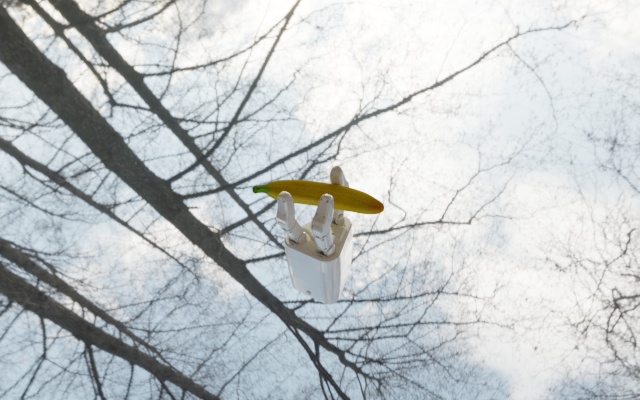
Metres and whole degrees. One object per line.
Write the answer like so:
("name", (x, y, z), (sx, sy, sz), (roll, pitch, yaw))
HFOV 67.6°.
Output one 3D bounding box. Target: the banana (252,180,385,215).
("banana", (0.000, -0.005, 0.730), (0.198, 0.037, 0.069), (7, 22, 8))
